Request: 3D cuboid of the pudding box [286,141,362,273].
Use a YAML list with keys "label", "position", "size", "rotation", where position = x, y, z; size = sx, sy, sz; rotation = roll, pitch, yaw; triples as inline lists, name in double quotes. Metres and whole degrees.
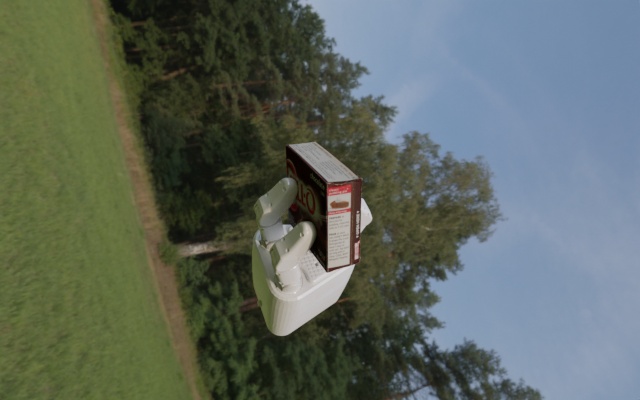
- label: "pudding box"
  position: [0.000, 0.002, 0.463]
  size: [0.039, 0.090, 0.113]
  rotation: [-12, 27, -21]
